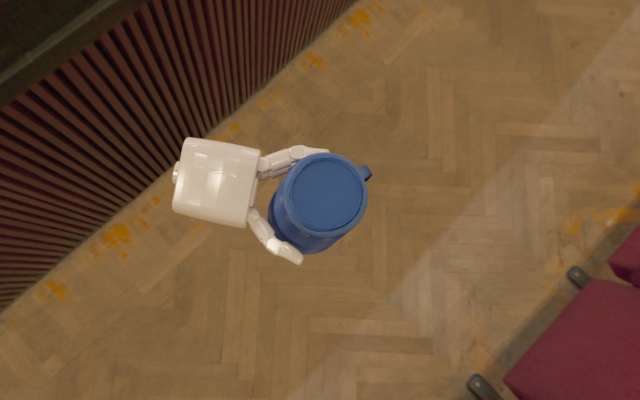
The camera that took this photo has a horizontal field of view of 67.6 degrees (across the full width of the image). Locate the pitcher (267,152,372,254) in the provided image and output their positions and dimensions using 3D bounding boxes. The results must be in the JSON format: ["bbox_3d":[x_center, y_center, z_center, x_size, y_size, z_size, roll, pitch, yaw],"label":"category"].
[{"bbox_3d":[0.000,0.002,0.698,0.145,0.149,0.243,13,-10,-6],"label":"pitcher"}]
